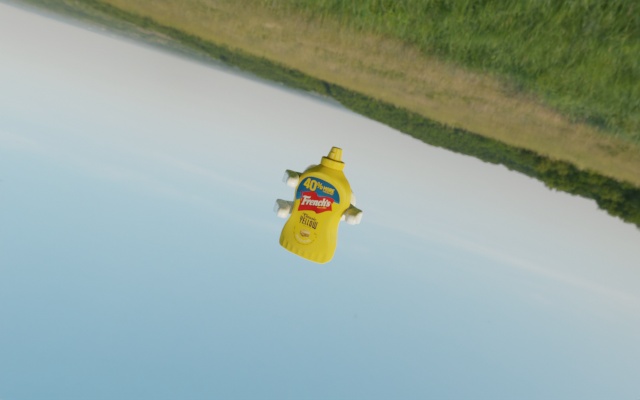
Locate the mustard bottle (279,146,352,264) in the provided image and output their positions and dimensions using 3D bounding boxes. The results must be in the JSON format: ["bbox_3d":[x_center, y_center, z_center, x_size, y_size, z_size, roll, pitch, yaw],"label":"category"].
[{"bbox_3d":[0.000,0.003,0.805,0.096,0.192,0.058,22,12,22],"label":"mustard bottle"}]
